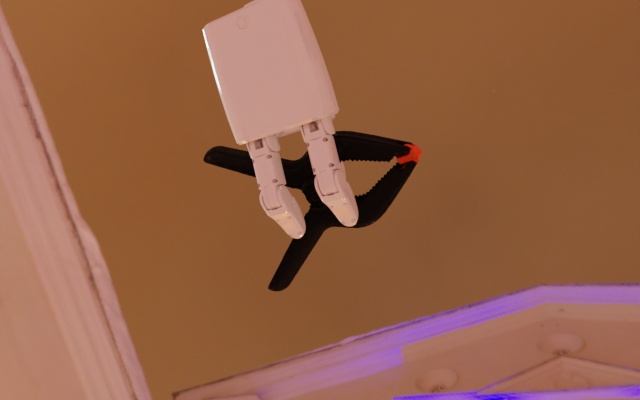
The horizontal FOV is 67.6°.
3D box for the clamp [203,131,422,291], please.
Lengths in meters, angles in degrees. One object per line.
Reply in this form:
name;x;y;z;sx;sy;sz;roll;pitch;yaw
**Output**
clamp;0.001;0.001;0.465;0.210;0.164;0.036;-14;13;22
